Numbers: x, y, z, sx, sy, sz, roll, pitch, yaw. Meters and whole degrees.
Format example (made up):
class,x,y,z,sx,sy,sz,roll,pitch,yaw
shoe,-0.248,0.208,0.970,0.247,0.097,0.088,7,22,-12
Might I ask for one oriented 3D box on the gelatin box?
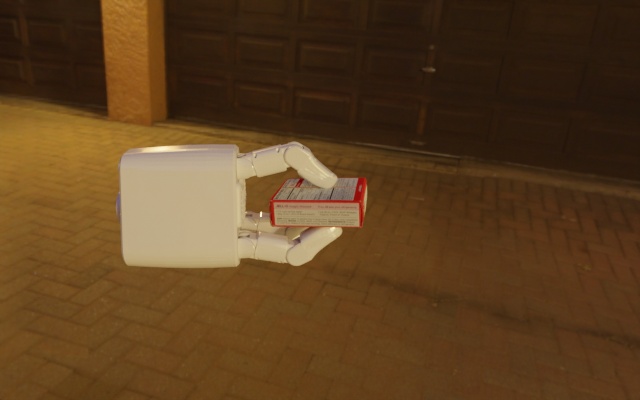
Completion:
class,x,y,z,sx,sy,sz,roll,pitch,yaw
gelatin box,0.000,0.001,0.474,0.089,0.030,0.073,-1,19,9
